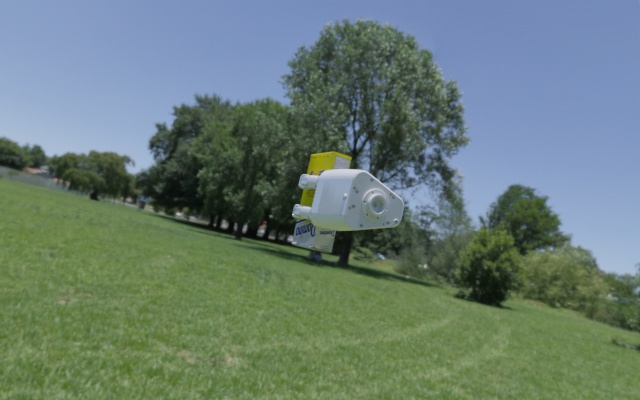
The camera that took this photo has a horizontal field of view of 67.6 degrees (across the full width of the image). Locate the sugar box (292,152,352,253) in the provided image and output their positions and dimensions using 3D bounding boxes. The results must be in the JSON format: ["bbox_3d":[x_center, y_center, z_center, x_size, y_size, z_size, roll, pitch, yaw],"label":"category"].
[{"bbox_3d":[0.000,0.003,0.874,0.048,0.176,0.093,17,-7,-27],"label":"sugar box"}]
